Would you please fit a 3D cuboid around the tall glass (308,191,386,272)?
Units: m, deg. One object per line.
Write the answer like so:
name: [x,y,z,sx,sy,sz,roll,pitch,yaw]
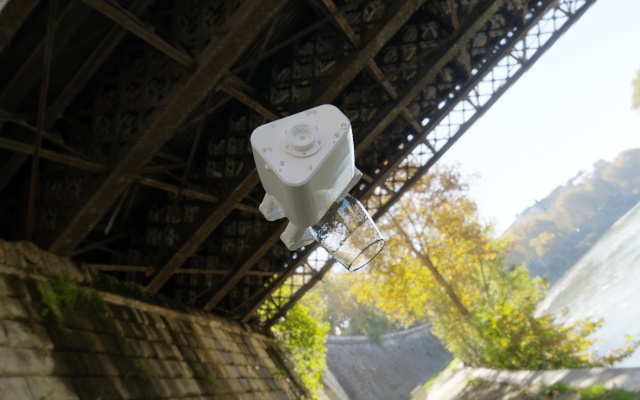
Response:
tall glass: [0.000,0.002,0.649,0.201,0.079,0.079,49,24,23]
